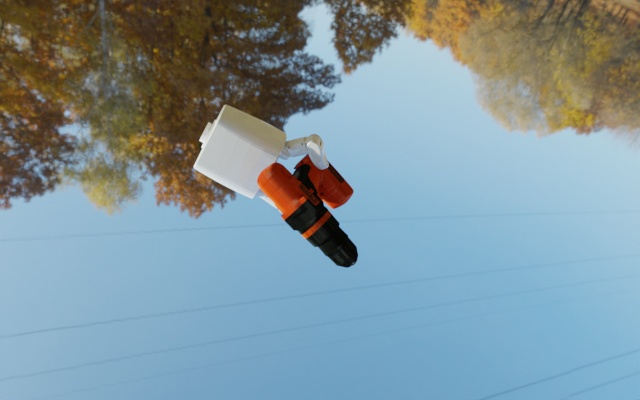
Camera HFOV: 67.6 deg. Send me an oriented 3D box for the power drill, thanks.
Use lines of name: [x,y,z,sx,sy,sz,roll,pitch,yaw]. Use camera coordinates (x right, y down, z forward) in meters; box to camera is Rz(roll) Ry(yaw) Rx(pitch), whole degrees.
power drill: [0.000,0.002,0.735,0.057,0.184,0.187,-40,5,20]
